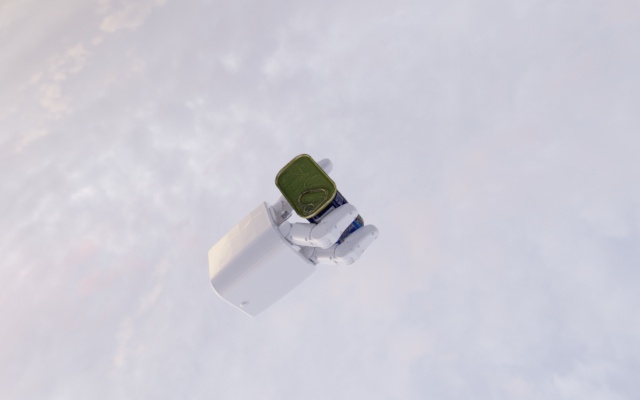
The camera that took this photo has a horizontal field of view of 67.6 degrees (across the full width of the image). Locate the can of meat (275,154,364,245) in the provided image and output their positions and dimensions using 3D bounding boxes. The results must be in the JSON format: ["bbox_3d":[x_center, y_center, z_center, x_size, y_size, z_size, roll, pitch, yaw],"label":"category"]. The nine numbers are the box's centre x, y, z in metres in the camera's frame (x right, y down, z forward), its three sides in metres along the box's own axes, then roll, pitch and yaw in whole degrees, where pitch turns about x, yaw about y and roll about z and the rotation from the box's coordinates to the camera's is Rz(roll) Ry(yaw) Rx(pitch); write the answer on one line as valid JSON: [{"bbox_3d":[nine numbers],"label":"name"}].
[{"bbox_3d":[0.000,0.002,0.599,0.084,0.057,0.102,47,2,-43],"label":"can of meat"}]
